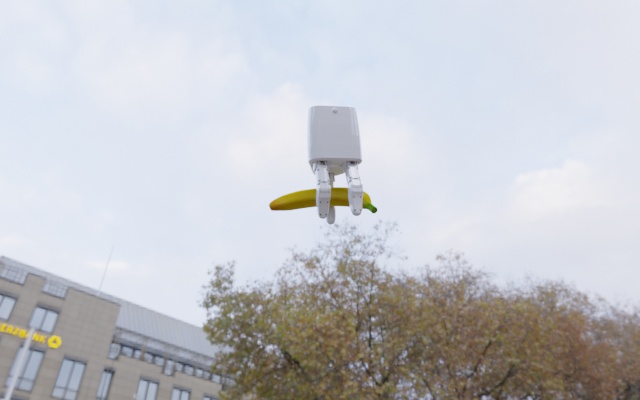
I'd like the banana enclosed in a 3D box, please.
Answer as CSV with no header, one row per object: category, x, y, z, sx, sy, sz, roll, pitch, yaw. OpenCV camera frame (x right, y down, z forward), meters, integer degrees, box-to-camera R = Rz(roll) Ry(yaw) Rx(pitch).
banana,0.007,-0.002,0.879,0.198,0.037,0.069,0,15,11
